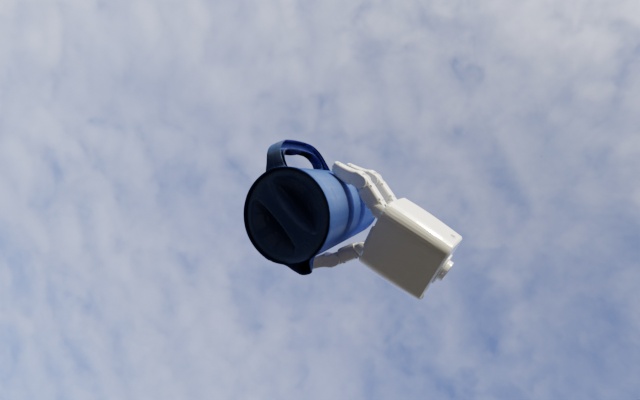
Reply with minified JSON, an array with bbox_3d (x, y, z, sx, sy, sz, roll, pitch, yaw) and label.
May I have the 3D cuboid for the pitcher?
[{"bbox_3d":[0.000,0.003,0.733,0.145,0.149,0.243,32,17,20],"label":"pitcher"}]
